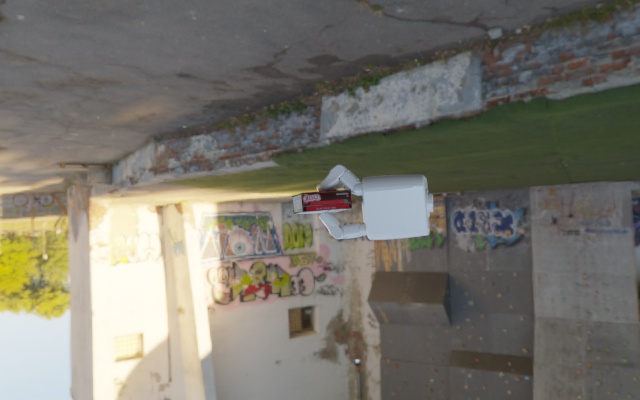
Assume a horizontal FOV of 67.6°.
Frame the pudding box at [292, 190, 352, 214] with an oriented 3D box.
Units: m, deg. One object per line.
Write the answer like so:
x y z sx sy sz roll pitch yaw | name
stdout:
0.000 0.003 0.871 0.090 0.039 0.113 -3 -4 -12 | pudding box
